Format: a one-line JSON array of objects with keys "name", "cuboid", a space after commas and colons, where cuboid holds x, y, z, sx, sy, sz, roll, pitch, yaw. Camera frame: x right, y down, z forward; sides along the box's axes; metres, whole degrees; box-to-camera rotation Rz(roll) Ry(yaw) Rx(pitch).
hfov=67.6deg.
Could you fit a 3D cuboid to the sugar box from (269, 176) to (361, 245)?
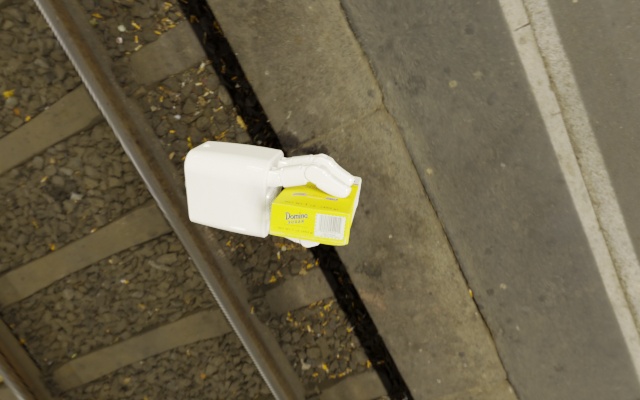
[{"name": "sugar box", "cuboid": [0.000, 0.002, 0.622, 0.093, 0.048, 0.176, 9, 20, 6]}]
